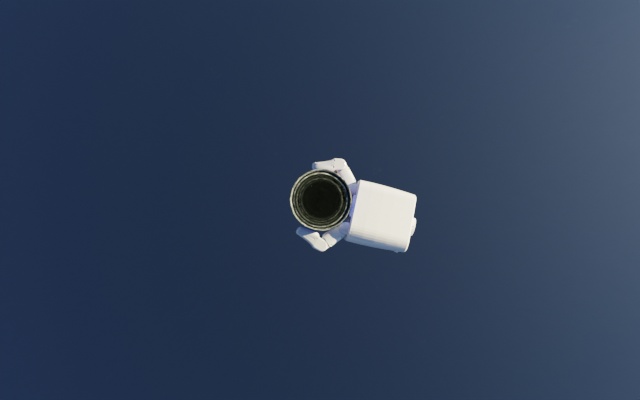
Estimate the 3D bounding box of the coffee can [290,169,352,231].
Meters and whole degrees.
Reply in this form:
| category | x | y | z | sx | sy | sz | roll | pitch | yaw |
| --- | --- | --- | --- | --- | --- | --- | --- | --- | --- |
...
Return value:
| category | x | y | z | sx | sy | sz | roll | pitch | yaw |
| --- | --- | --- | --- | --- | --- | --- | --- | --- | --- |
| coffee can | 0.000 | 0.003 | 0.855 | 0.103 | 0.103 | 0.140 | 0 | -3 | 0 |
